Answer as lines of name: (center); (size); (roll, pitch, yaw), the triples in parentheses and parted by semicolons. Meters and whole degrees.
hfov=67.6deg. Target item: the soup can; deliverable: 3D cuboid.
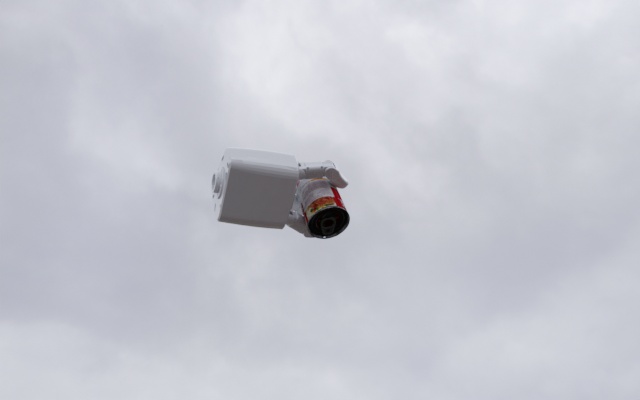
soup can: (0.001, 0.002, 0.767); (0.068, 0.068, 0.102); (0, 41, -20)
